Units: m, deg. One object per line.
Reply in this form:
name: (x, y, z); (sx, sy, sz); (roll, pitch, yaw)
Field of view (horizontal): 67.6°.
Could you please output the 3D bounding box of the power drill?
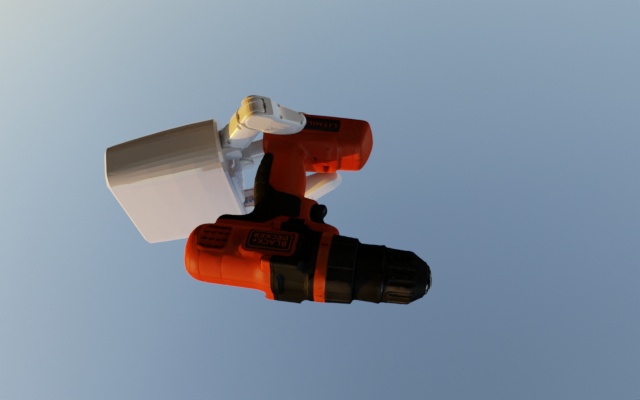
power drill: (0.000, 0.001, 0.405); (0.184, 0.057, 0.187); (7, 43, 6)
